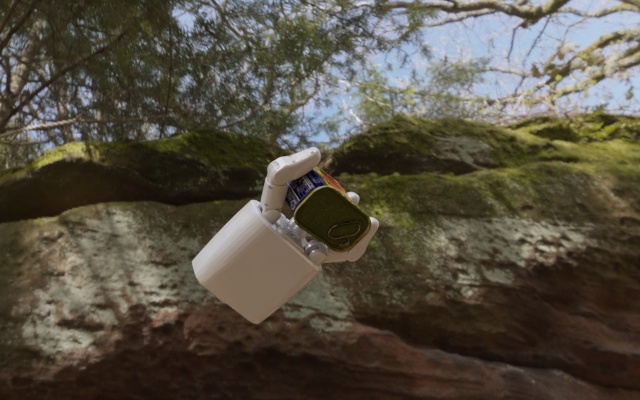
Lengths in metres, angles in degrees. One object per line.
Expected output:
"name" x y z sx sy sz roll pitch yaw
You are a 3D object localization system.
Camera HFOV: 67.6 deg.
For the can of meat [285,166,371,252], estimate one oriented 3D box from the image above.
"can of meat" 0.000 0.002 0.562 0.102 0.057 0.084 37 11 -39
